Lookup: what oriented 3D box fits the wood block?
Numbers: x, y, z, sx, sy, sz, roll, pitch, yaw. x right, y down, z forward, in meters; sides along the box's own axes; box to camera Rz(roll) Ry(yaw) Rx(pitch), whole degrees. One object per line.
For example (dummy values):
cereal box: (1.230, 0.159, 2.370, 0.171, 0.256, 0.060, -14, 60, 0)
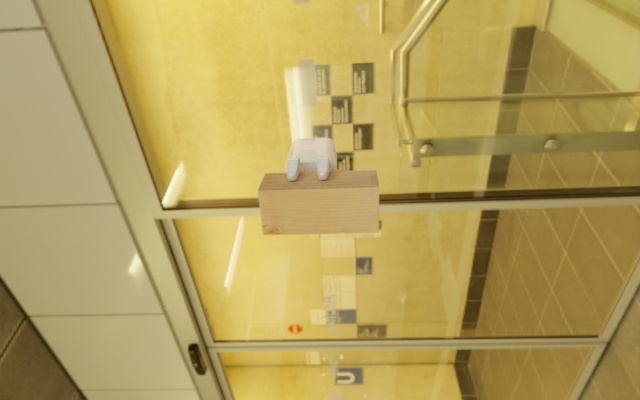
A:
wood block: (0.000, 0.003, 0.862, 0.206, 0.091, 0.090, -2, 24, 4)
